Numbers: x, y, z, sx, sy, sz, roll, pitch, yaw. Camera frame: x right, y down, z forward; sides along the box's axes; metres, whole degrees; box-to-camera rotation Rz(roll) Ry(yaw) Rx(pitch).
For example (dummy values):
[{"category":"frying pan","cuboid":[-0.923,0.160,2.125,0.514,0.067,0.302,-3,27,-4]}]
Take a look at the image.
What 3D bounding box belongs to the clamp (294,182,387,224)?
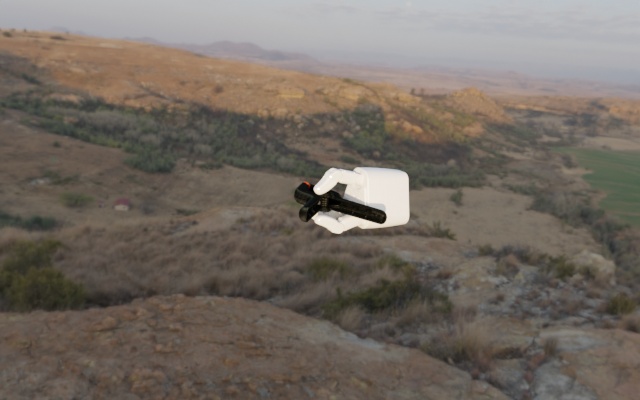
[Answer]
[{"category":"clamp","cuboid":[0.000,0.002,0.887,0.164,0.036,0.210,2,15,-31]}]
